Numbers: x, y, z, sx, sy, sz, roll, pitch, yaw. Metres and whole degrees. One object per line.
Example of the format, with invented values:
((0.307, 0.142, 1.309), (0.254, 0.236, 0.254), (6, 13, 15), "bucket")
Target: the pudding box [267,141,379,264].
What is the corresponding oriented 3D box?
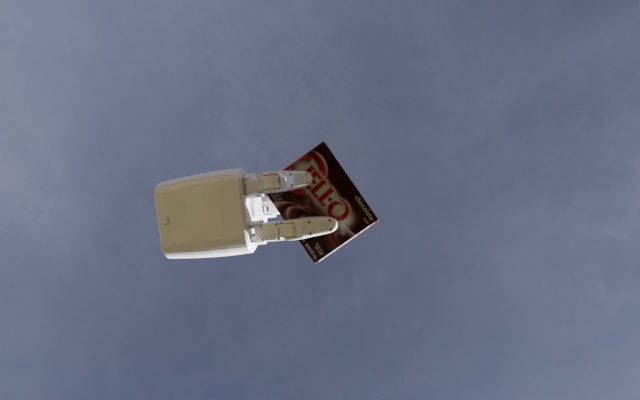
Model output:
((0.000, 0.002, 0.559), (0.090, 0.113, 0.039), (-35, -1, 6), "pudding box")
